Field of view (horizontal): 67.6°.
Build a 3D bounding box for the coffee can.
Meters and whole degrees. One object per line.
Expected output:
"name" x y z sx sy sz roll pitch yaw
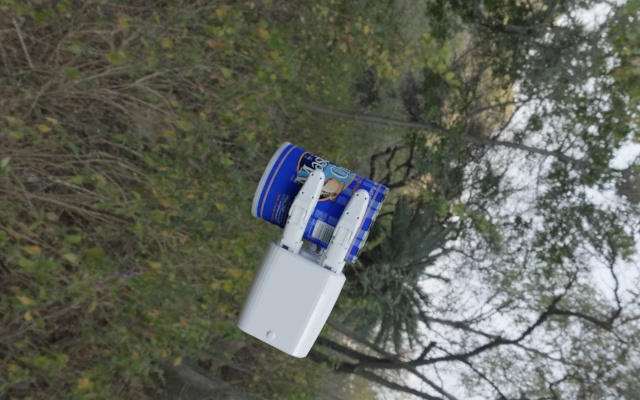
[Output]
"coffee can" 0.000 0.002 0.593 0.140 0.103 0.103 25 3 6
